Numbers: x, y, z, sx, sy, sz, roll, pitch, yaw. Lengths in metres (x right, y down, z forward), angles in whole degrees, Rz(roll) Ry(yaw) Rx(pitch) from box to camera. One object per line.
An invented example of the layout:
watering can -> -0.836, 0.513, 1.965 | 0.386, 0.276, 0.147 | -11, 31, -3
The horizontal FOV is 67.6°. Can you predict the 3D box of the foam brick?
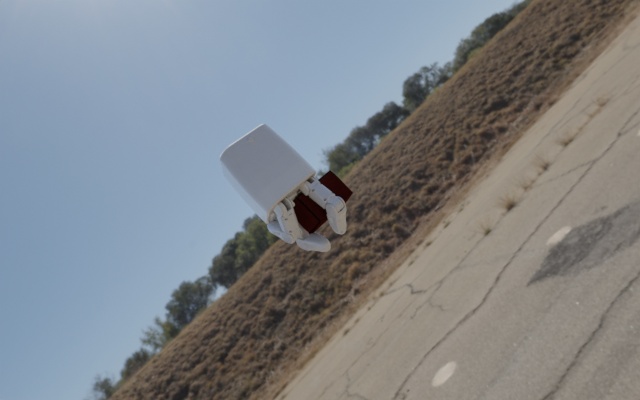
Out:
foam brick -> 0.000, 0.002, 0.717 | 0.078, 0.051, 0.053 | -40, -8, -32
